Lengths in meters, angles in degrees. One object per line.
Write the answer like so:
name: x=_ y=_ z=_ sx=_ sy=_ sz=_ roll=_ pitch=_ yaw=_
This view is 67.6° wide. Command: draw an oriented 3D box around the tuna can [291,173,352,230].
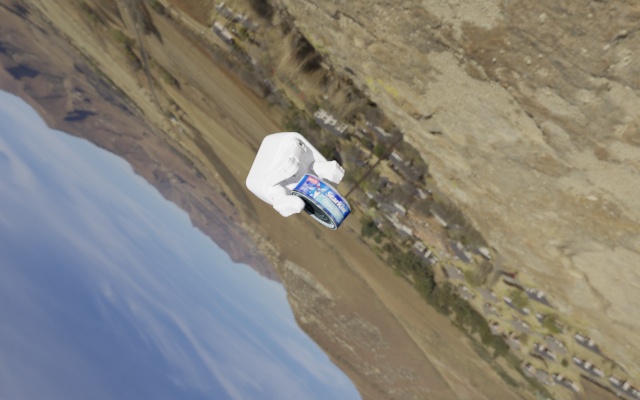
tuna can: x=0.000 y=0.003 z=0.674 sx=0.086 sy=0.033 sz=0.086 roll=37 pitch=-14 yaw=11
